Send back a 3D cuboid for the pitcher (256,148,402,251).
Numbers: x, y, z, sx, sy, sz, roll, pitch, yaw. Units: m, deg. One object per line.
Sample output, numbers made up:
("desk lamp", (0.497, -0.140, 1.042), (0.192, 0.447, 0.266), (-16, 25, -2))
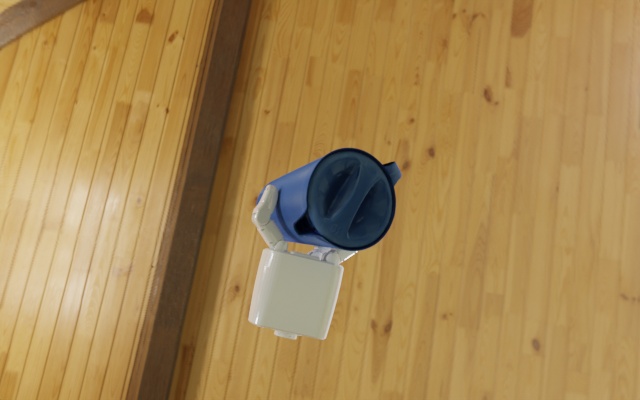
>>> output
("pitcher", (0.000, 0.003, 0.715), (0.149, 0.145, 0.243), (18, -12, -24))
